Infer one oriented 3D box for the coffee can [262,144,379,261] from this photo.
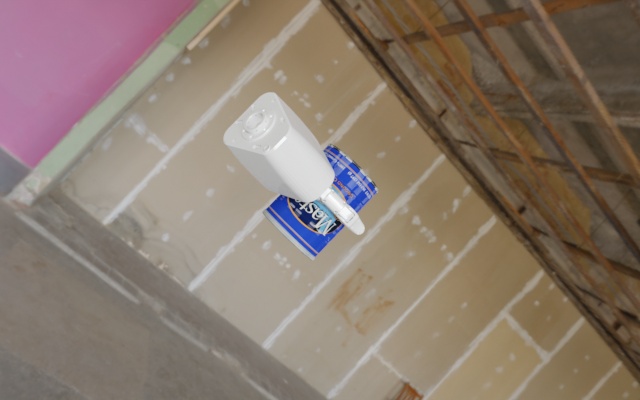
[{"bbox_3d":[0.000,0.003,0.699,0.103,0.140,0.103,44,-3,3],"label":"coffee can"}]
